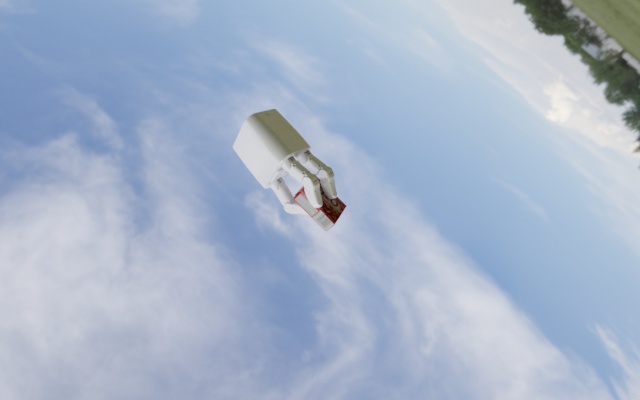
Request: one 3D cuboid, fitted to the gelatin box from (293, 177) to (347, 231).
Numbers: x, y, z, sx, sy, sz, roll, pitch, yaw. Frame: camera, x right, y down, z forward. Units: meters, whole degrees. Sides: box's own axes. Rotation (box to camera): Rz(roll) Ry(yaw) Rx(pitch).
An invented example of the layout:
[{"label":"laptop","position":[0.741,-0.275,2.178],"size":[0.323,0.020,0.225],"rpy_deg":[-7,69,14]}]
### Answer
[{"label":"gelatin box","position":[0.000,0.003,0.888],"size":[0.030,0.089,0.073],"rpy_deg":[-41,7,34]}]
